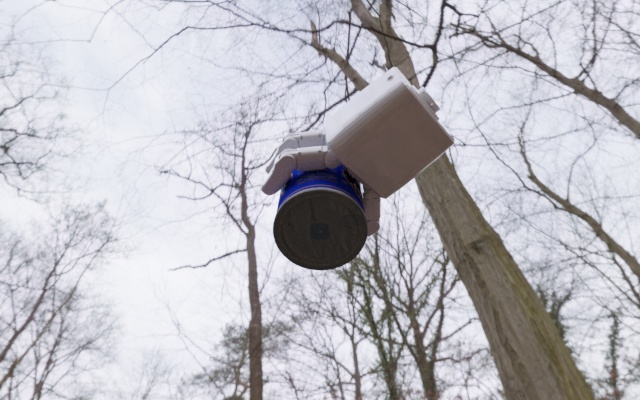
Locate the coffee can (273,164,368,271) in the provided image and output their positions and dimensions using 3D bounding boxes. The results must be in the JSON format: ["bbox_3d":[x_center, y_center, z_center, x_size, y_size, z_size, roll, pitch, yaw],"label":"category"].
[{"bbox_3d":[0.000,0.002,0.574,0.103,0.103,0.140,0,28,0],"label":"coffee can"}]
